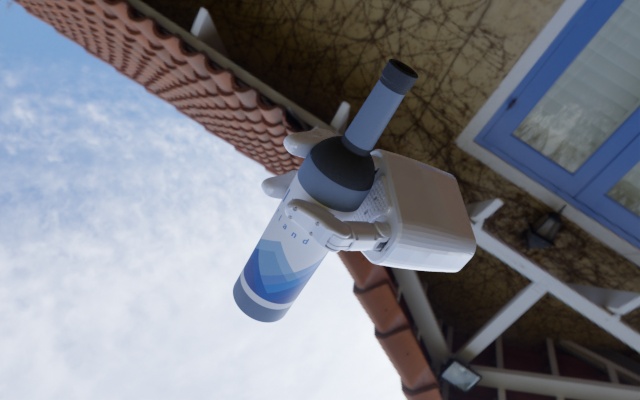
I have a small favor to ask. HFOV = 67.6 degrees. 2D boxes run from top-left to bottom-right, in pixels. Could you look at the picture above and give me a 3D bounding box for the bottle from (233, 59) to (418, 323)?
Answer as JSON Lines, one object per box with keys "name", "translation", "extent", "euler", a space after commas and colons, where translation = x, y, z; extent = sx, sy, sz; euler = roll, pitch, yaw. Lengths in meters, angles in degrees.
{"name": "bottle", "translation": [0.000, 0.002, 0.456], "extent": [0.069, 0.296, 0.069], "euler": [23, 32, -15]}
